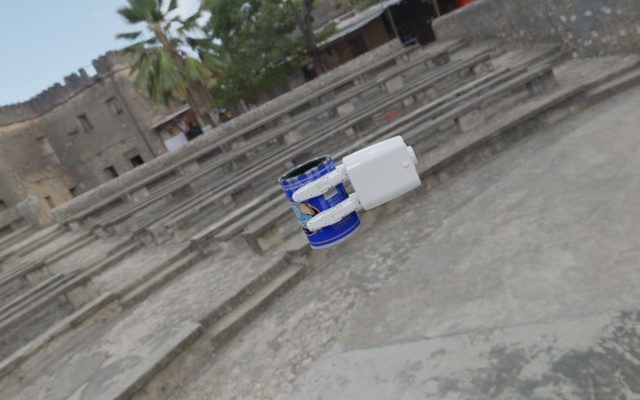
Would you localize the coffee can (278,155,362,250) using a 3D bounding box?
[{"bbox_3d":[0.000,0.003,0.861,0.103,0.140,0.102,-24,14,6],"label":"coffee can"}]
